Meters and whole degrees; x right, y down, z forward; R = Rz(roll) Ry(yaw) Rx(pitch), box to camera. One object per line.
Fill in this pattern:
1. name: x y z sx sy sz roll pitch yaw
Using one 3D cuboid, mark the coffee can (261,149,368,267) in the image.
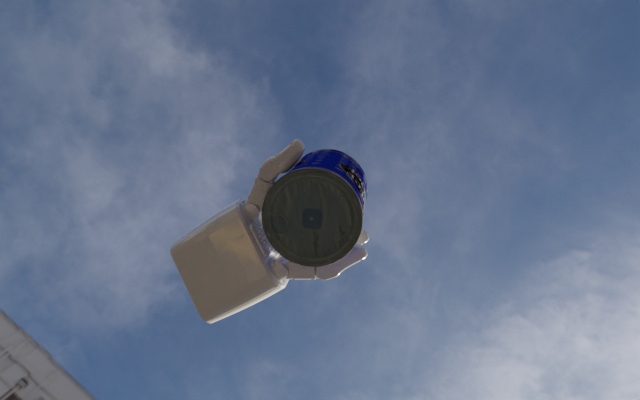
1. coffee can: 0.000 0.002 0.540 0.103 0.103 0.140 0 14 8
